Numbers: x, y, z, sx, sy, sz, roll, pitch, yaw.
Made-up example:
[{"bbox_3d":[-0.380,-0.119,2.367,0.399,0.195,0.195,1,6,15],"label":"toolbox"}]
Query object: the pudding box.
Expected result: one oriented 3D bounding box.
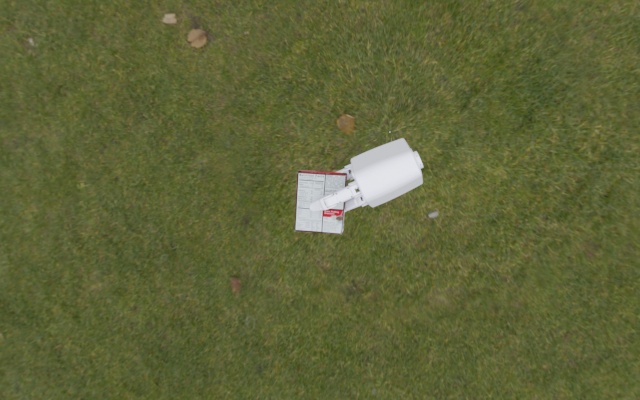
[{"bbox_3d":[0.000,0.003,0.868,0.090,0.113,0.039,4,7,5],"label":"pudding box"}]
